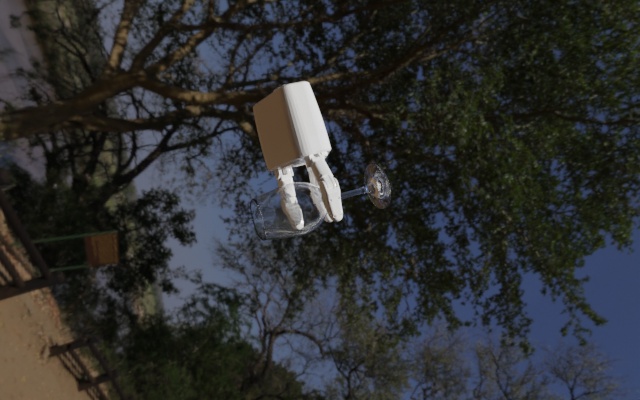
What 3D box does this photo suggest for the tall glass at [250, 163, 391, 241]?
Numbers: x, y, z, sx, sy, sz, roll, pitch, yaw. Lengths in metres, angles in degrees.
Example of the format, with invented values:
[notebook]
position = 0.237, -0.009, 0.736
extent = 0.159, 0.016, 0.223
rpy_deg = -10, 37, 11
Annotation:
[tall glass]
position = 0.001, 0.002, 0.710
extent = 0.201, 0.079, 0.079
rpy_deg = -16, 6, -21
